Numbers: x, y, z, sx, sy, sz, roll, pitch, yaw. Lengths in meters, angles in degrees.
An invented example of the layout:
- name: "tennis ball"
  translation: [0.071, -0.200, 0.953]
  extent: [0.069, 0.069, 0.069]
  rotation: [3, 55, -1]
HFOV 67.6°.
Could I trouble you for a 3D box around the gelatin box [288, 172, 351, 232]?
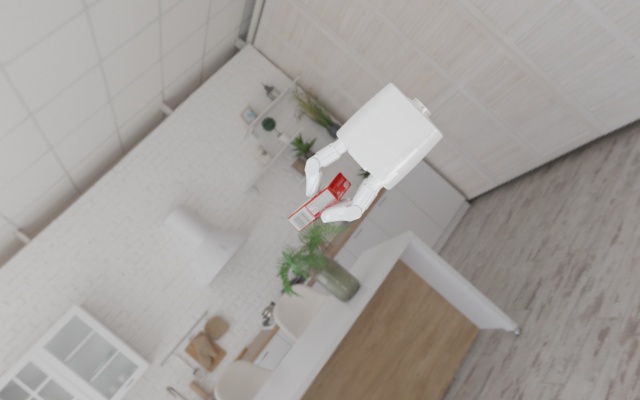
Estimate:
- name: "gelatin box"
  translation: [0.000, 0.002, 0.729]
  extent: [0.089, 0.030, 0.073]
  rotation: [-38, 5, 26]
